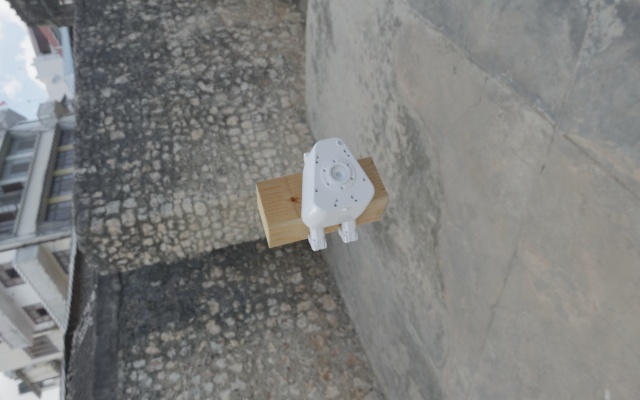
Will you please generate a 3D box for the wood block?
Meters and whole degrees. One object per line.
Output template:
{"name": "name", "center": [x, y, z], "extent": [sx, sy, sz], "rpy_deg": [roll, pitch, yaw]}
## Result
{"name": "wood block", "center": [0.000, 0.002, 0.830], "extent": [0.206, 0.090, 0.090], "rpy_deg": [-13, -26, -11]}
